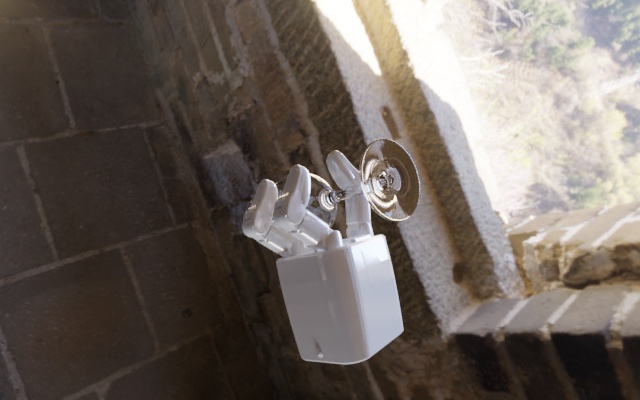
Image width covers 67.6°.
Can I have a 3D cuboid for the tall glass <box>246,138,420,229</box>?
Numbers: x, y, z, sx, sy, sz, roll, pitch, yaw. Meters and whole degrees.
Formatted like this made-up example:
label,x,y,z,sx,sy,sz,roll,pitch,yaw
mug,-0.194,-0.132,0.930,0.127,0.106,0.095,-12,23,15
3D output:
label,x,y,z,sx,sy,sz,roll,pitch,yaw
tall glass,0.001,0.001,0.488,0.079,0.079,0.201,0,-11,-39
